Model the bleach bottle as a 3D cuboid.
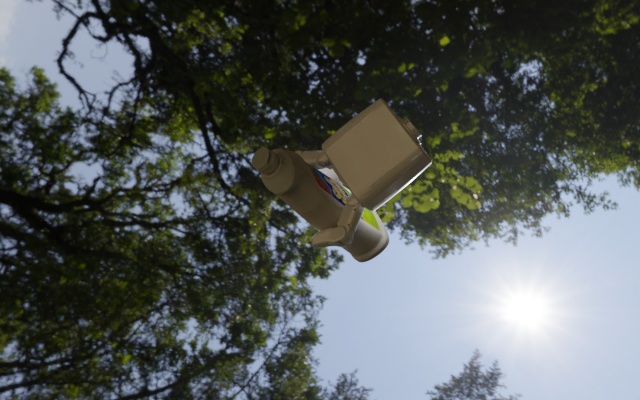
[{"bbox_3d":[0.000,0.002,0.666,0.068,0.102,0.251,-38,-40,16],"label":"bleach bottle"}]
